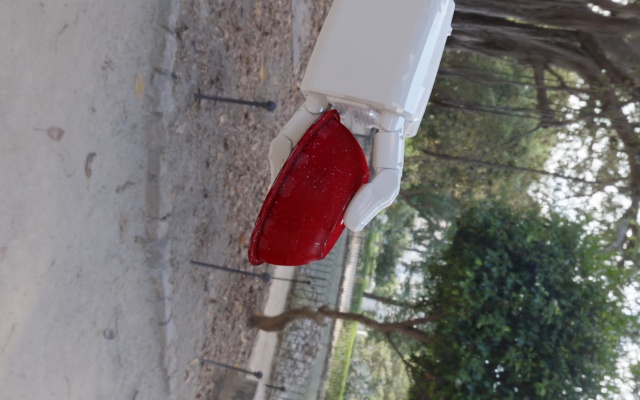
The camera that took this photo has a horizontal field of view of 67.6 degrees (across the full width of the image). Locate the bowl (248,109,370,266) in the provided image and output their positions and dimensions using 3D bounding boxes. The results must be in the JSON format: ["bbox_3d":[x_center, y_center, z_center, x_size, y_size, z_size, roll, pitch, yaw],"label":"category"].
[{"bbox_3d":[0.000,0.003,0.438,0.055,0.162,0.162,29,5,9],"label":"bowl"}]
